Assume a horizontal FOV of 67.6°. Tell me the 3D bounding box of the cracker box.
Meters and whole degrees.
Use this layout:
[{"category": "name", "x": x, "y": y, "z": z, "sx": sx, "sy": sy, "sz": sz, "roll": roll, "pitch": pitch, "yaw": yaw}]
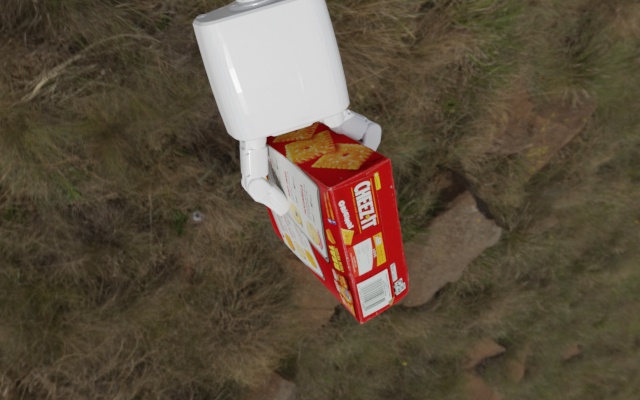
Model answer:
[{"category": "cracker box", "x": 0.000, "y": 0.002, "z": 0.516, "sx": 0.072, "sy": 0.164, "sz": 0.213, "roll": -26, "pitch": 34, "yaw": -18}]
